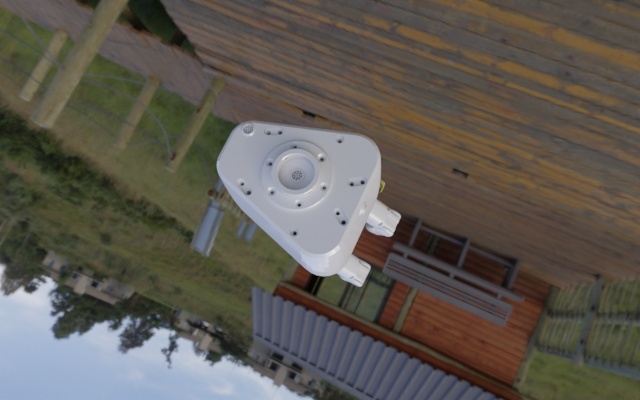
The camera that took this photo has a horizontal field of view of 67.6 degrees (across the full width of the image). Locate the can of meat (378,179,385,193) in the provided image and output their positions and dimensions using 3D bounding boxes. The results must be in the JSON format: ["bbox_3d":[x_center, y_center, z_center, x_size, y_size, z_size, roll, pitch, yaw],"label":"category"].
[{"bbox_3d":[0.000,0.002,0.476,0.102,0.084,0.057,25,-11,4],"label":"can of meat"}]
